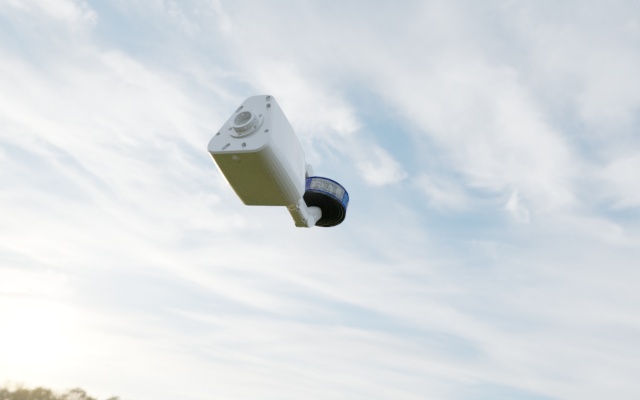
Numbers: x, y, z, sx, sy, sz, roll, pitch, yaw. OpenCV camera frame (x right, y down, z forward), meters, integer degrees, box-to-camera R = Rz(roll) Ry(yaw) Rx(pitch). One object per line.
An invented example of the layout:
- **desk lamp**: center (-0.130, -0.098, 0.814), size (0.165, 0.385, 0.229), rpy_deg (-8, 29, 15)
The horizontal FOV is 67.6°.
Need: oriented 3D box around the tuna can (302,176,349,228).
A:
- **tuna can**: center (0.000, 0.002, 0.730), size (0.086, 0.033, 0.086), rpy_deg (10, -38, 8)
